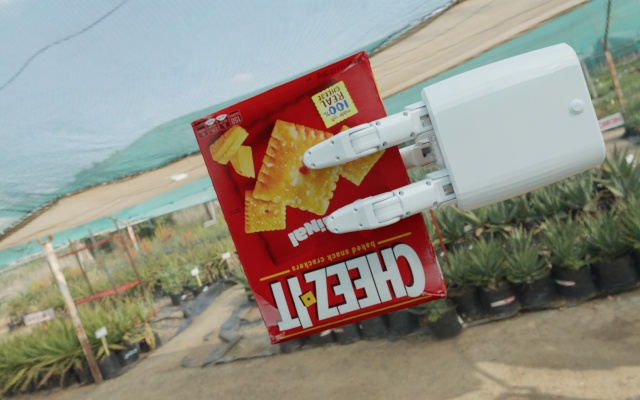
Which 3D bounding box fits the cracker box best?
[{"bbox_3d":[0.000,0.001,0.427,0.164,0.214,0.072,-19,3,12],"label":"cracker box"}]
